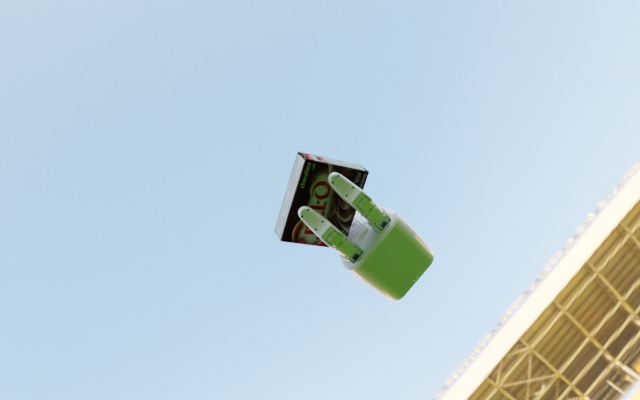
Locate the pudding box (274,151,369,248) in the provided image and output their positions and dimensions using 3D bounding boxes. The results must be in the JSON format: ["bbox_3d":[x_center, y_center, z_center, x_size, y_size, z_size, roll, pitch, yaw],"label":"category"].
[{"bbox_3d":[0.000,0.002,0.606,0.090,0.113,0.039,9,16,-27],"label":"pudding box"}]
